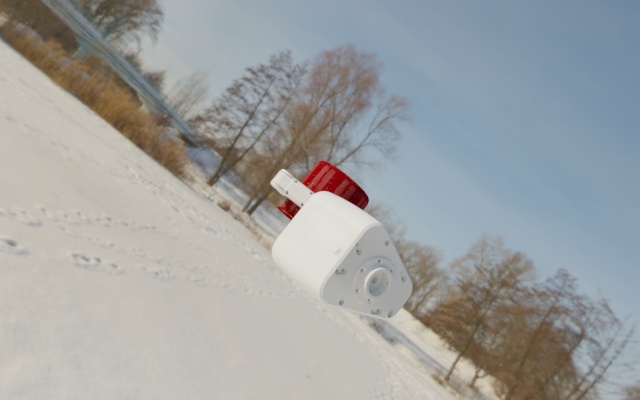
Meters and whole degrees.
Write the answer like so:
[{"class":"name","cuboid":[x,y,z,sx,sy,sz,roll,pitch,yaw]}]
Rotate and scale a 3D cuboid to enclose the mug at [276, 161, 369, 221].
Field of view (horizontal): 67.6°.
[{"class":"mug","cuboid":[0.000,0.001,0.601,0.093,0.081,0.117,43,-7,-34]}]
